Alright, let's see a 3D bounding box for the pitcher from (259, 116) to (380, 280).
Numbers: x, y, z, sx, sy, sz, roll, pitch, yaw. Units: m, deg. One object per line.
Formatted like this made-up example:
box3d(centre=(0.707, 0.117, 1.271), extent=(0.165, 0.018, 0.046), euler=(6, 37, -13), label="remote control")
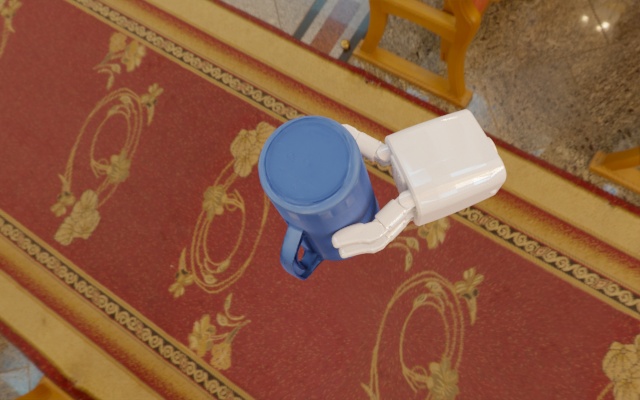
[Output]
box3d(centre=(0.000, 0.002, 0.593), extent=(0.145, 0.149, 0.243), euler=(-18, -17, 4), label="pitcher")
